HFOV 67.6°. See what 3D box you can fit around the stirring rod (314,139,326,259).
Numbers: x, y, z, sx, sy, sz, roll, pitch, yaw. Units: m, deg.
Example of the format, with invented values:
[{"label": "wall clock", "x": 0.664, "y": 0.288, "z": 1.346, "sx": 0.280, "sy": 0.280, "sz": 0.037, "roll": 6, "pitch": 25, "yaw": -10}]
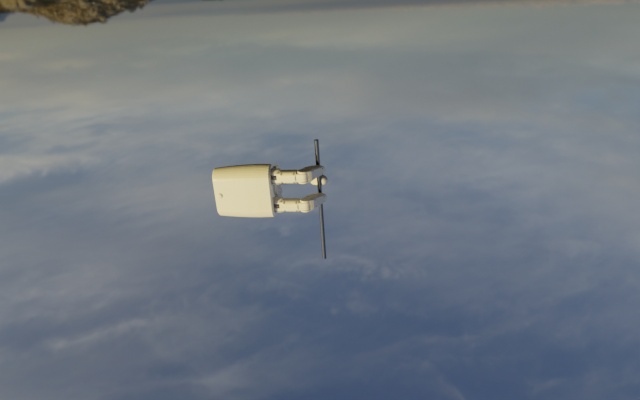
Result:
[{"label": "stirring rod", "x": 0.000, "y": 0.003, "z": 0.896, "sx": 0.011, "sy": 0.240, "sz": 0.011, "roll": -3, "pitch": 23, "yaw": 1}]
